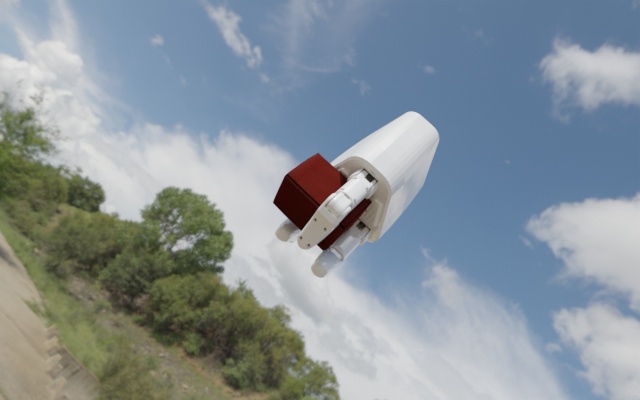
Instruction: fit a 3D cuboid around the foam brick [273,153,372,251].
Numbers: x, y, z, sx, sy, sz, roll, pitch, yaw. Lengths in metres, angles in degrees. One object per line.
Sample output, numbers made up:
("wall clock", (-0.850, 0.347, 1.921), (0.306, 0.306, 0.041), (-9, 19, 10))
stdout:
("foam brick", (0.000, 0.001, 0.487), (0.051, 0.078, 0.053), (-42, -8, -37))
